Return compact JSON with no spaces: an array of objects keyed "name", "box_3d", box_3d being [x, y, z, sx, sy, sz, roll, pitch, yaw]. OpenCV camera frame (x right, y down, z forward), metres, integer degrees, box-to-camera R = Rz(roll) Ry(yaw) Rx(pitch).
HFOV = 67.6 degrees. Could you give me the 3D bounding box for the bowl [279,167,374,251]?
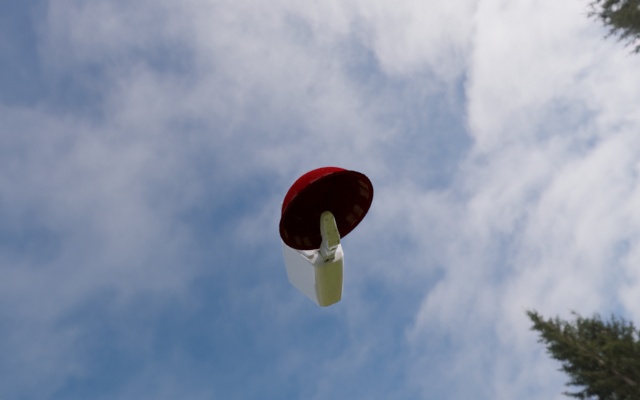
[{"name":"bowl","box_3d":[0.000,0.001,0.740,0.162,0.162,0.055,0,41,-36]}]
